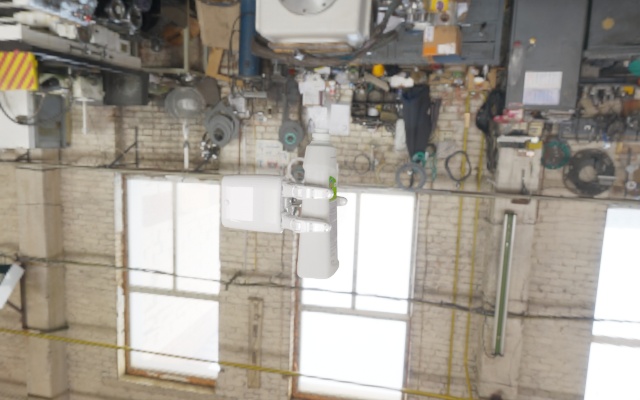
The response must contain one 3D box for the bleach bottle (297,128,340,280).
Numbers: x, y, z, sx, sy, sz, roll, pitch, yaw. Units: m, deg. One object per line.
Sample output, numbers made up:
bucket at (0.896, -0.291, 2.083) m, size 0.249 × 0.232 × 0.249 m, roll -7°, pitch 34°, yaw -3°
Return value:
bleach bottle at (0.000, 0.003, 0.826) m, size 0.068 × 0.251 × 0.102 m, roll 3°, pitch 8°, yaw 12°
